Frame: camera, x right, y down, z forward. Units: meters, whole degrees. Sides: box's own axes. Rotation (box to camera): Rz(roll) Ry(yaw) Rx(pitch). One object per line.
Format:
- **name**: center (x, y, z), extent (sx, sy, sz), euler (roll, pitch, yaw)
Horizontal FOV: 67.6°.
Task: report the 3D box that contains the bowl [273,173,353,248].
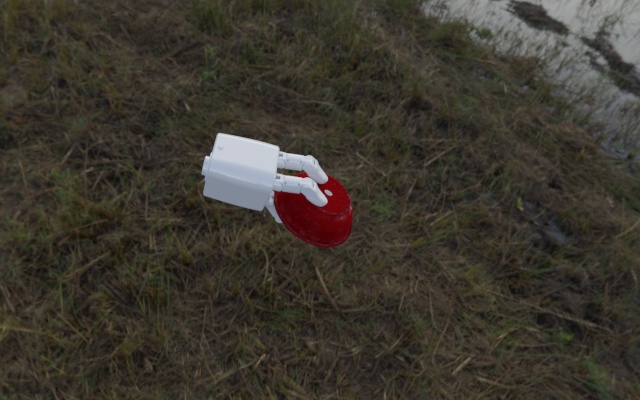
- **bowl**: center (0.001, 0.003, 0.856), extent (0.162, 0.162, 0.055), euler (0, -36, -36)
